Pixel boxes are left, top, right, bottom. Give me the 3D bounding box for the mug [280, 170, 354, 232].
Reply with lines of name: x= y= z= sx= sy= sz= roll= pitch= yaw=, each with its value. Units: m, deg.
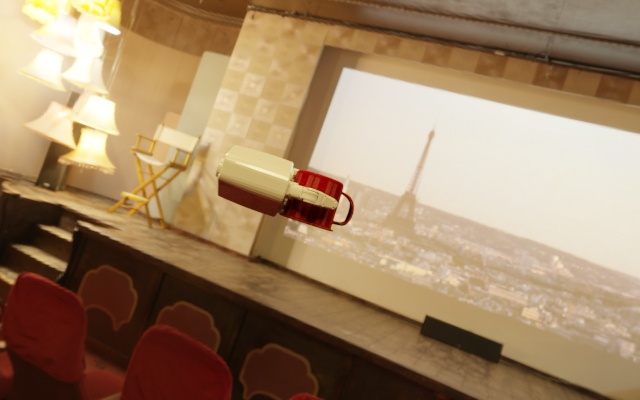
mug: x=0.002 y=0.003 z=0.787 sx=0.117 sy=0.081 sz=0.093 roll=18 pitch=-2 yaw=-8
